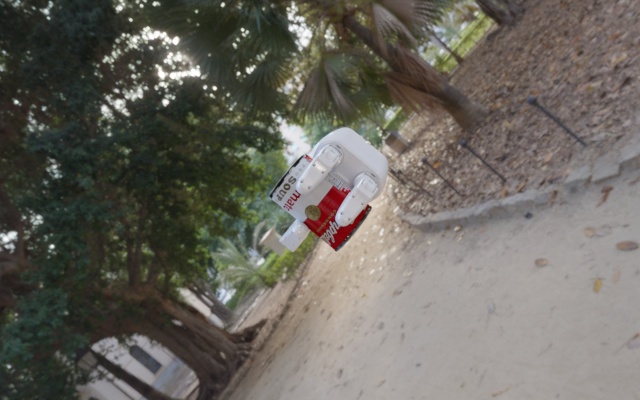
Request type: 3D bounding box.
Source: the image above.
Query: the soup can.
[{"bbox_3d":[0.000,0.002,0.558,0.102,0.068,0.068,39,-1,-1],"label":"soup can"}]
